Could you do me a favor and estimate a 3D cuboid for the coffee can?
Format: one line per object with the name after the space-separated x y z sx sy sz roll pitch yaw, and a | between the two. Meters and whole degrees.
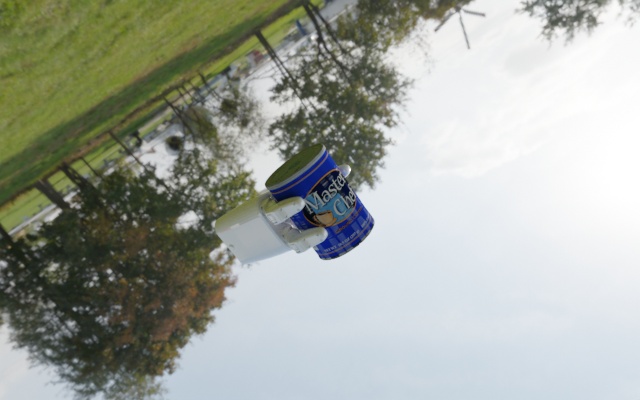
0.000 0.002 0.703 0.103 0.140 0.102 -32 18 12 | coffee can
